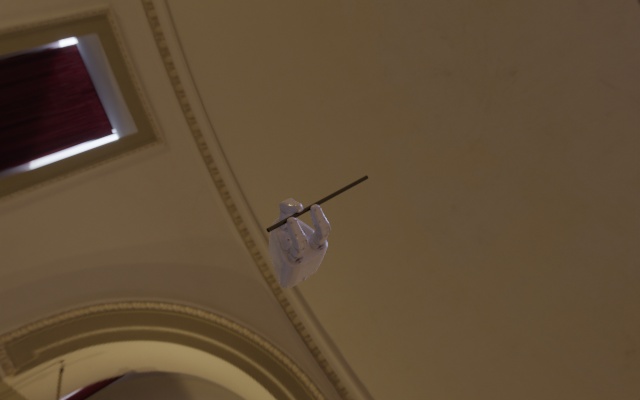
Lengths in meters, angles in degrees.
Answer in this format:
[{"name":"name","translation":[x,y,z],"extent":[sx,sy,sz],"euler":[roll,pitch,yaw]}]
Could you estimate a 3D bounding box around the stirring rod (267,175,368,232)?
[{"name":"stirring rod","translation":[0.000,0.003,0.896],"extent":[0.239,0.011,0.011],"euler":[-28,14,-29]}]
